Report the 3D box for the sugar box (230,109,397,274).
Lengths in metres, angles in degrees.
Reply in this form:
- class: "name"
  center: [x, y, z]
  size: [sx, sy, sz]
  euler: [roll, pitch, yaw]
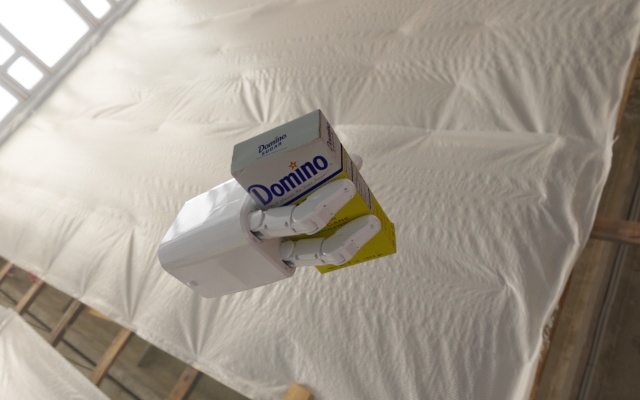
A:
- class: "sugar box"
  center: [0.000, 0.002, 0.466]
  size: [0.093, 0.048, 0.176]
  euler: [-20, -44, 20]
